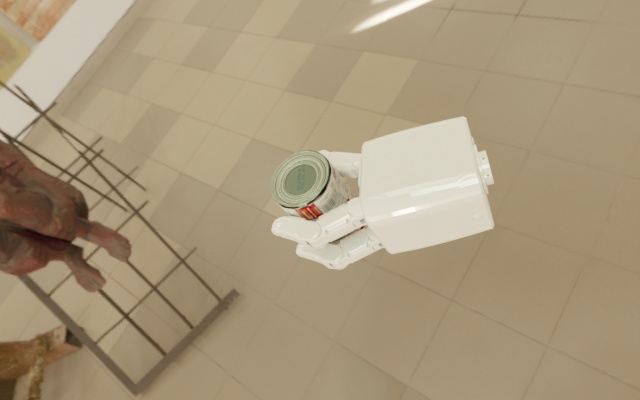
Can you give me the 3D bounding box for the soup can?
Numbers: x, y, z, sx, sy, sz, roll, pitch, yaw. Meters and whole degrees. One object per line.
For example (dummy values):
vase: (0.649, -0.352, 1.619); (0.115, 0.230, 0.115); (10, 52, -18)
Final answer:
soup can: (-0.001, 0.002, 0.506); (0.068, 0.068, 0.102); (0, -28, 28)
